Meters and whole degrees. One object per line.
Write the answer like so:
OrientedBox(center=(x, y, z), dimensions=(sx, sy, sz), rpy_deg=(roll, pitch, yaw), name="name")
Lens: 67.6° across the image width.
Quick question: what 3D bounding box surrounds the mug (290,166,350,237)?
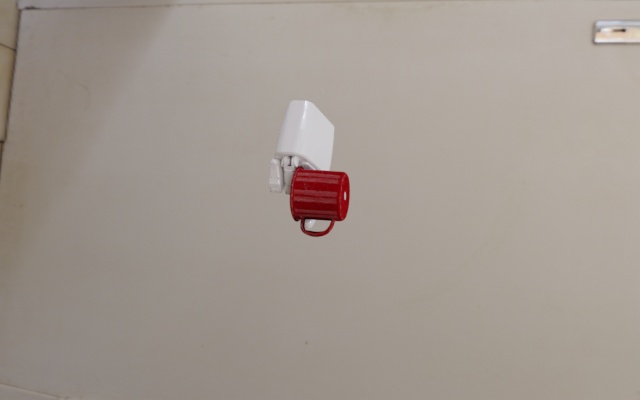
OrientedBox(center=(0.000, 0.004, 0.780), dimensions=(0.081, 0.117, 0.093), rpy_deg=(4, -21, 14), name="mug")
